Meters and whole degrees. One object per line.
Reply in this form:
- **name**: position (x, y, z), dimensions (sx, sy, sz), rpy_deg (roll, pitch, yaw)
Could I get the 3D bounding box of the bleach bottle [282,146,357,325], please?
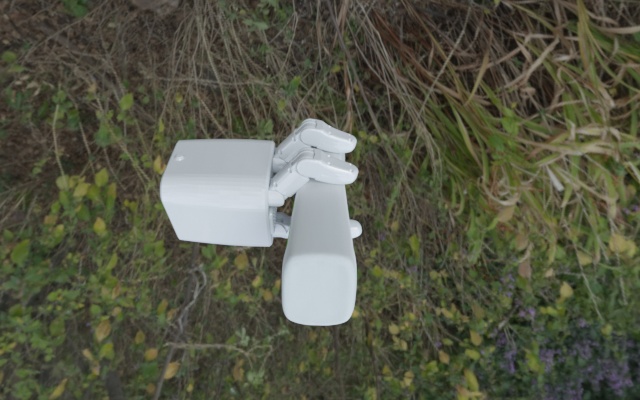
- **bleach bottle**: position (0.000, 0.002, 0.518), dimensions (0.068, 0.103, 0.250), rpy_deg (2, 40, -1)
